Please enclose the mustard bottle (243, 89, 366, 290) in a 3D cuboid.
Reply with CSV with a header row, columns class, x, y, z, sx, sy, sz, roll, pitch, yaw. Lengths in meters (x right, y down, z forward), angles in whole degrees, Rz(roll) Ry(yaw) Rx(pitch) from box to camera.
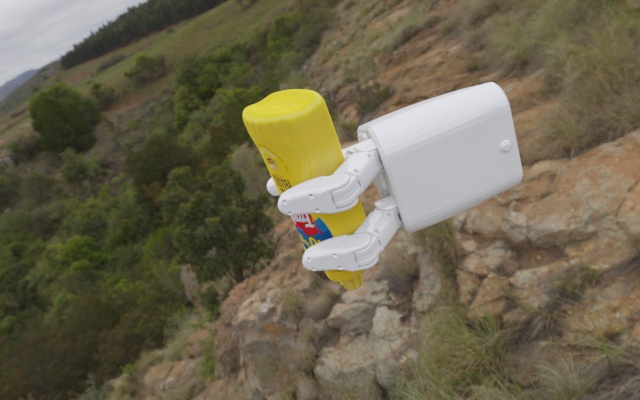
class,x,y,z,sx,sy,sz,roll,pitch,yaw
mustard bottle,0.000,0.001,0.419,0.058,0.192,0.096,-34,28,-21
